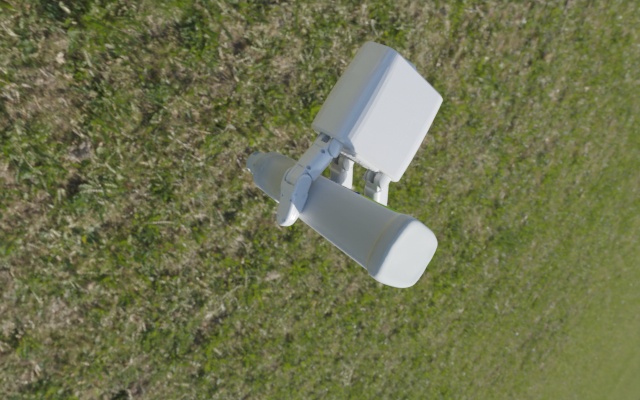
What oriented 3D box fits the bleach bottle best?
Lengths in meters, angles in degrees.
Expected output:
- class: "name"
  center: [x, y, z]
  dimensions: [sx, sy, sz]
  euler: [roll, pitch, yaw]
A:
- class: "bleach bottle"
  center: [0.000, 0.002, 0.525]
  dimensions: [0.250, 0.068, 0.102]
  euler: [31, 1, 35]
